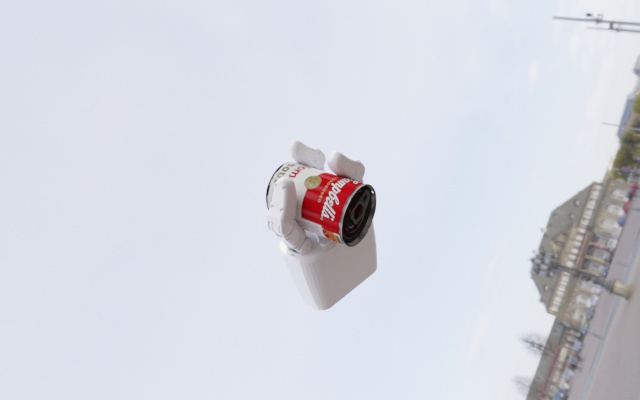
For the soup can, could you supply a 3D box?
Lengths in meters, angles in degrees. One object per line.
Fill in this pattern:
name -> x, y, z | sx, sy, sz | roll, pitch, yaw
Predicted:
soup can -> 0.000, 0.001, 0.517 | 0.102, 0.068, 0.068 | 19, 10, 31
